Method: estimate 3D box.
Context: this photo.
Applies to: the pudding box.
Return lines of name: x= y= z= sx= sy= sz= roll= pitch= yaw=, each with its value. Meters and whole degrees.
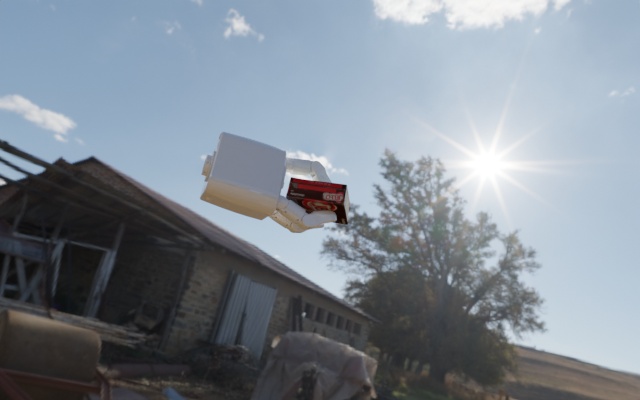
pudding box: x=0.000 y=0.002 z=0.766 sx=0.090 sy=0.039 sz=0.113 roll=9 pitch=-15 yaw=10
